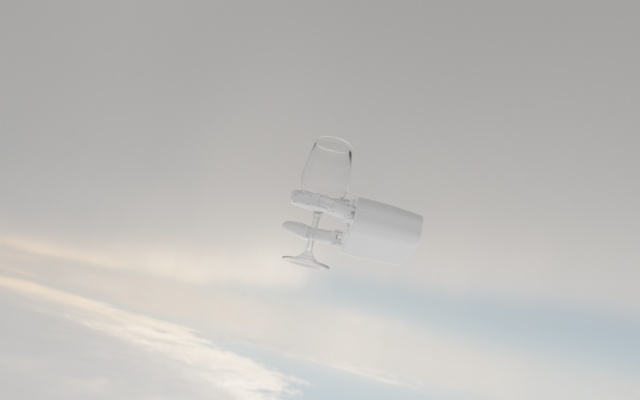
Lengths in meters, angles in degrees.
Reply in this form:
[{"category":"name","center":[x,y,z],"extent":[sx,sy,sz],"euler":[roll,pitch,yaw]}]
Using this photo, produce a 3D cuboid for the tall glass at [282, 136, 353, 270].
[{"category":"tall glass","center":[0.000,0.003,0.749],"extent":[0.079,0.201,0.079],"euler":[12,-15,3]}]
